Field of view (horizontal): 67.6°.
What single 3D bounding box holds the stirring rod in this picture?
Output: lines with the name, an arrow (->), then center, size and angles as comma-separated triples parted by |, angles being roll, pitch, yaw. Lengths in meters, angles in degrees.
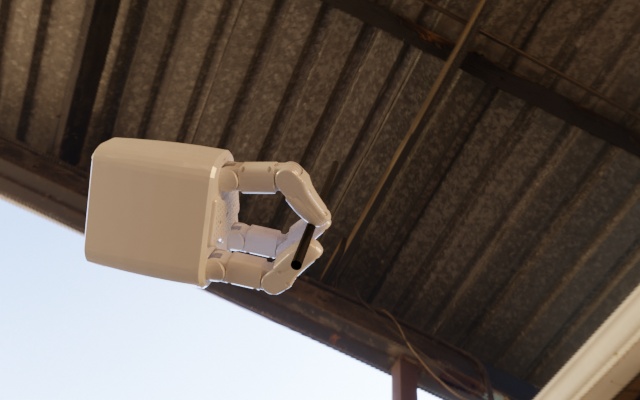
stirring rod -> 0.000, 0.001, 0.450 | 0.011, 0.011, 0.239 | 0, 22, 9
